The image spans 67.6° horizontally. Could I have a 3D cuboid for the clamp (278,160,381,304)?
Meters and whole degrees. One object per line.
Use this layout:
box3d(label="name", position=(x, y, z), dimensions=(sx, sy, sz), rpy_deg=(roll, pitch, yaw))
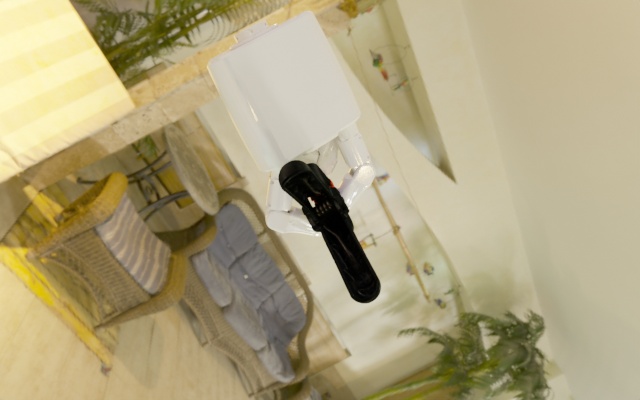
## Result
box3d(label="clamp", position=(0.001, 0.001, 0.407), dimensions=(0.039, 0.120, 0.171), rpy_deg=(-26, 22, 0))
